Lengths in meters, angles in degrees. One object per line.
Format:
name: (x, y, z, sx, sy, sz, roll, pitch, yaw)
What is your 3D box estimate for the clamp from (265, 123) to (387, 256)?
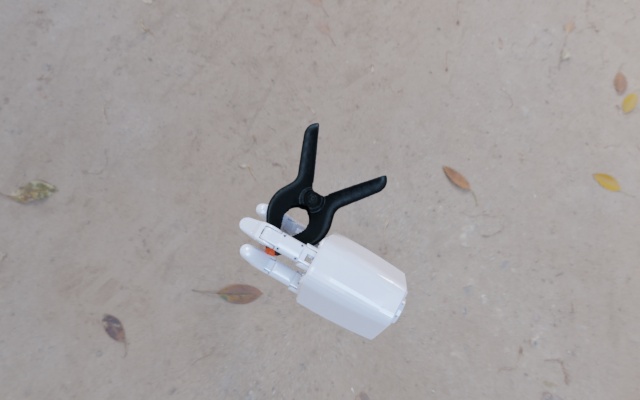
clamp: (0.000, 0.002, 0.577, 0.120, 0.171, 0.039, 28, -10, 6)
